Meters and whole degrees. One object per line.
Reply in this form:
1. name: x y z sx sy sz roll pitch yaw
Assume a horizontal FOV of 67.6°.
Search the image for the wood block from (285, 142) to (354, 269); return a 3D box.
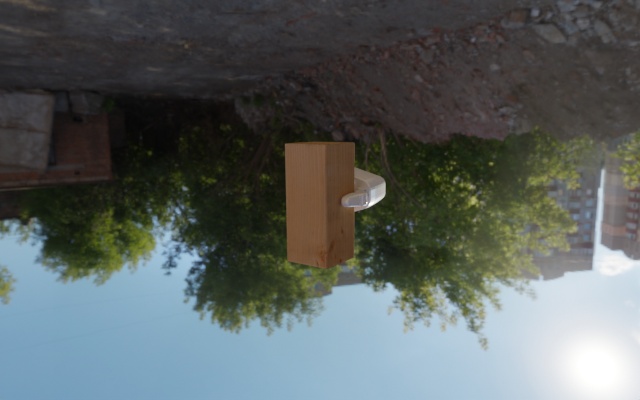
1. wood block: 0.001 0.003 0.833 0.091 0.206 0.090 6 11 36
